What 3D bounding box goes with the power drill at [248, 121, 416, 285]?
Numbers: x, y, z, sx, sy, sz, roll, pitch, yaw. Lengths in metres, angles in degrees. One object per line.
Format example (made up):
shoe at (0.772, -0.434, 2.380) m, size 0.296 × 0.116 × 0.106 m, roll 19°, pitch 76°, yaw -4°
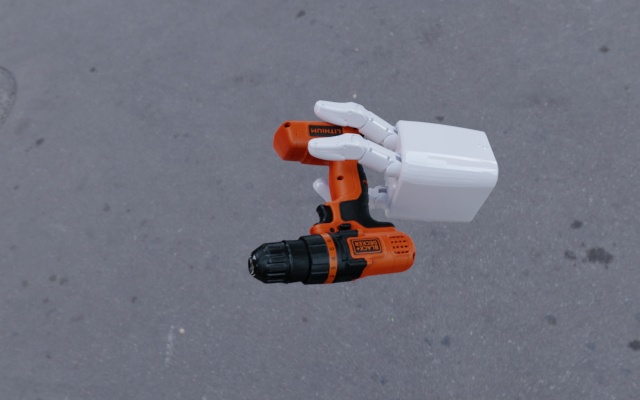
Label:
power drill at (0.000, 0.001, 0.528) m, size 0.184 × 0.187 × 0.057 m, roll -1°, pitch -28°, yaw -25°
